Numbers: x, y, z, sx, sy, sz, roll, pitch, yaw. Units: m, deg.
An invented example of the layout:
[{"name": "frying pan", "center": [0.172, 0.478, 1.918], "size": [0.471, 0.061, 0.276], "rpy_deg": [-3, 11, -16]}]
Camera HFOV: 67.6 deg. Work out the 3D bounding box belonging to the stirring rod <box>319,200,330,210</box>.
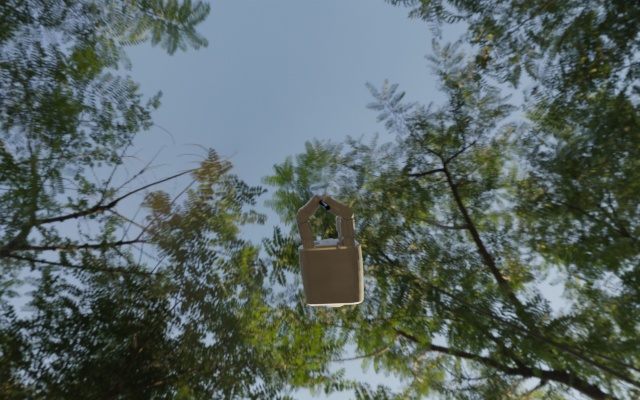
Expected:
[{"name": "stirring rod", "center": [0.000, 0.003, 0.876], "size": [0.011, 0.011, 0.239], "rpy_deg": [0, 4, -6]}]
